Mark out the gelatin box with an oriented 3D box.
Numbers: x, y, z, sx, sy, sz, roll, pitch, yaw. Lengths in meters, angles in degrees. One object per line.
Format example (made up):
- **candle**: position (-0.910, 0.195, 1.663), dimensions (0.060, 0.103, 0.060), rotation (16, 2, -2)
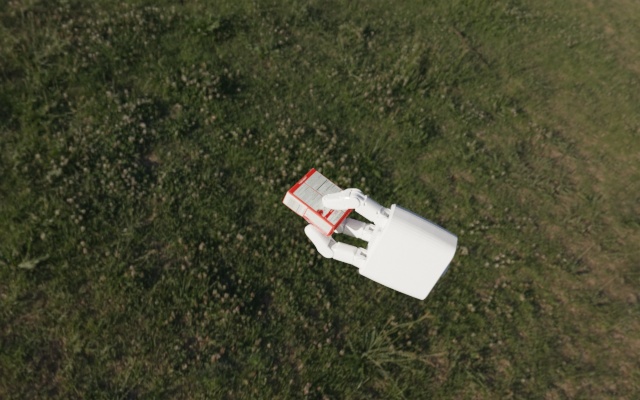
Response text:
- **gelatin box**: position (0.000, 0.002, 0.719), dimensions (0.073, 0.089, 0.030), rotation (-47, -9, -43)
